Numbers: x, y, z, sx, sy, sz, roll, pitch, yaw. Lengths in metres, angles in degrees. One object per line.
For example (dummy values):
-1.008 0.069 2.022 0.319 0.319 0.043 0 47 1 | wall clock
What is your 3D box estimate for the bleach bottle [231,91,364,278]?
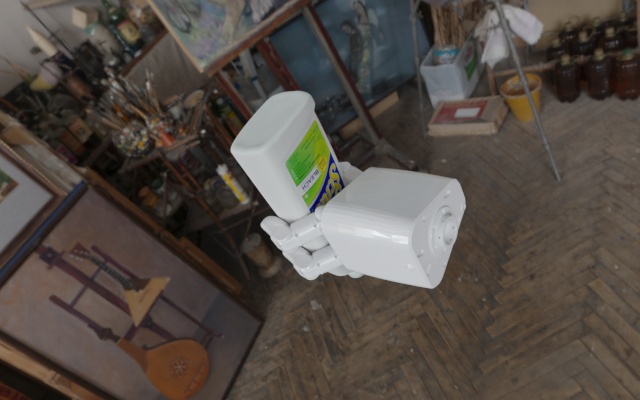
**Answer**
0.000 0.002 0.563 0.068 0.102 0.251 8 -37 40 | bleach bottle
